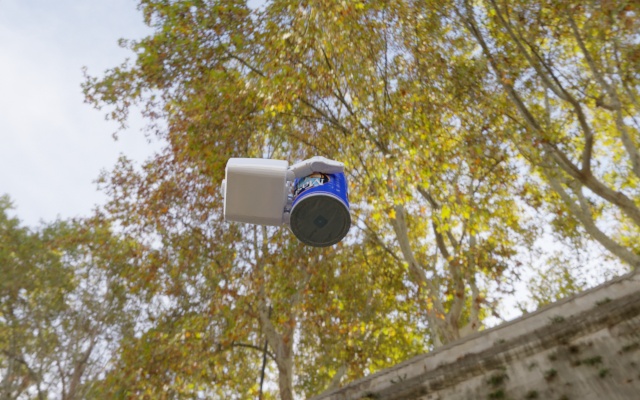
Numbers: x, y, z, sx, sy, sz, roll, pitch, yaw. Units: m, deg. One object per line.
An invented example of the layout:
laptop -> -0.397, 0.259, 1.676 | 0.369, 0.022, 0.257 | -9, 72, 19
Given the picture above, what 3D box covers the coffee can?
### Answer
coffee can -> 0.000, 0.003, 0.850 | 0.103, 0.103, 0.140 | 0, 28, 1
